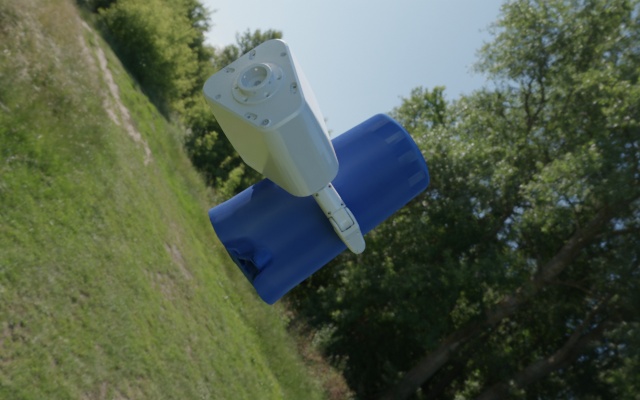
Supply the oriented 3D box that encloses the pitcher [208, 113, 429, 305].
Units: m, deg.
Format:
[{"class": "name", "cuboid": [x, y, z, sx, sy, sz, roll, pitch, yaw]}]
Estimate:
[{"class": "pitcher", "cuboid": [0.000, 0.002, 0.577, 0.243, 0.149, 0.145, -33, -36, -3]}]
